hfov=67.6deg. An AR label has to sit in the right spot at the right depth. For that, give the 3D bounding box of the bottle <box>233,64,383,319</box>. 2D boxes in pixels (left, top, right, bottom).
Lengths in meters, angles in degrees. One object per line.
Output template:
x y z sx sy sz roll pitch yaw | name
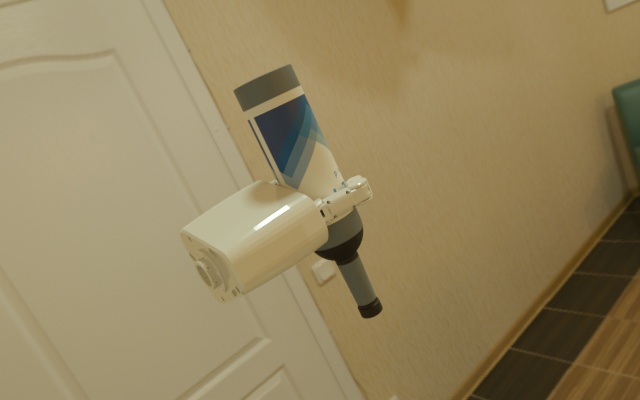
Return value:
0.000 0.001 0.529 0.069 0.296 0.069 -24 13 6 | bottle
